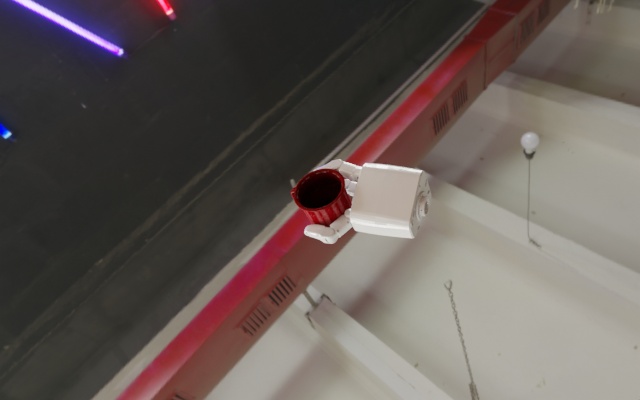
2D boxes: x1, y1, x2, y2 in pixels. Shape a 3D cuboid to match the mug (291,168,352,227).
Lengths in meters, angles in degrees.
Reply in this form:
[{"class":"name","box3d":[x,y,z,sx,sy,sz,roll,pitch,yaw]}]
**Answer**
[{"class":"mug","box3d":[-0.001,0.003,0.846,0.117,0.093,0.082,10,-32,30]}]
